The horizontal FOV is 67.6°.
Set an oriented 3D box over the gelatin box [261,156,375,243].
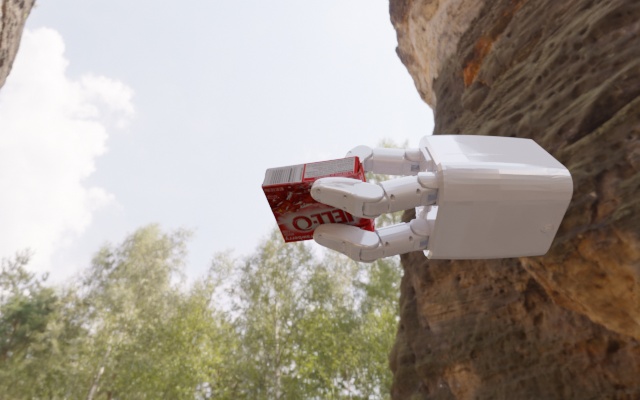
[{"bbox_3d":[0.000,0.001,0.435,0.089,0.073,0.030,-7,42,14],"label":"gelatin box"}]
